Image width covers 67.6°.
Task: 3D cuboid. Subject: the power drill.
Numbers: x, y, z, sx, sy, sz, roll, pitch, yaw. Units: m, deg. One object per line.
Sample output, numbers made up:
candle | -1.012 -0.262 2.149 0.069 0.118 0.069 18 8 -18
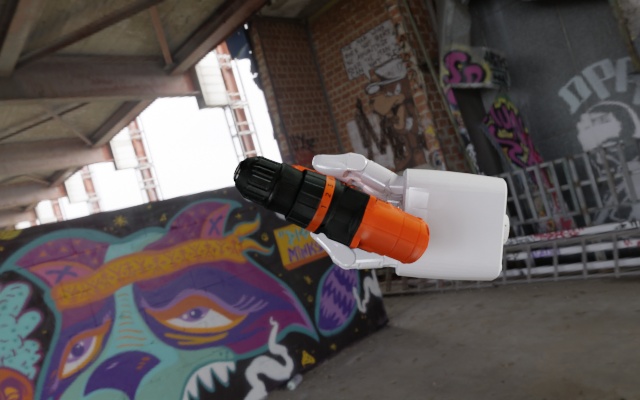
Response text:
power drill | 0.000 0.002 0.490 0.184 0.057 0.187 24 3 -11
